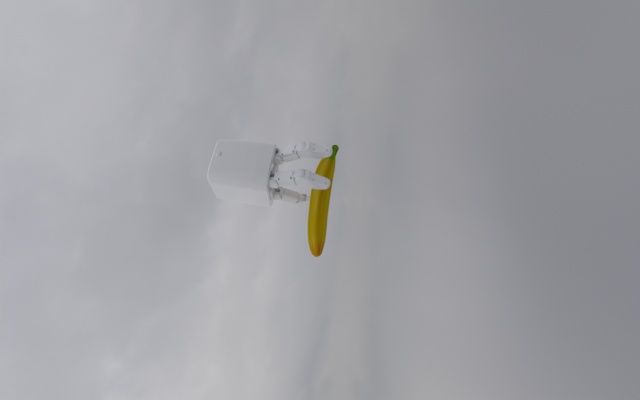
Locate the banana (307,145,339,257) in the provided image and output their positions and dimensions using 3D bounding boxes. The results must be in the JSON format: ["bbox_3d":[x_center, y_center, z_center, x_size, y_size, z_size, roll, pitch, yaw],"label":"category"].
[{"bbox_3d":[-0.001,0.003,0.841,0.037,0.197,0.070,8,-12,-2],"label":"banana"}]
